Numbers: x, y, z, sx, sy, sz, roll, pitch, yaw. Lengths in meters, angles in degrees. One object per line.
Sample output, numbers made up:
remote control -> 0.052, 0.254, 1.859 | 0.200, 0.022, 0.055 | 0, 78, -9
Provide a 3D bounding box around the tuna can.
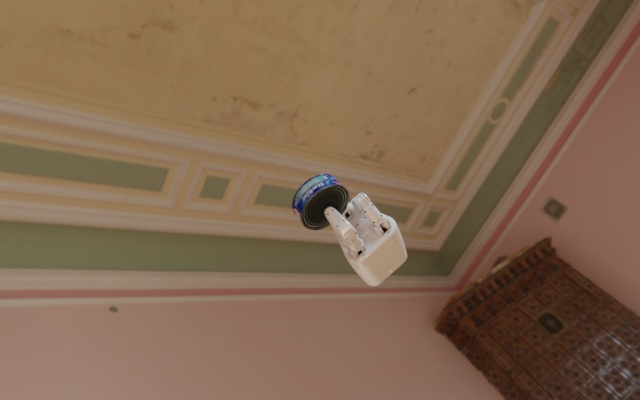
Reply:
tuna can -> 0.000, 0.002, 0.731 | 0.086, 0.086, 0.033 | 0, 36, -41
